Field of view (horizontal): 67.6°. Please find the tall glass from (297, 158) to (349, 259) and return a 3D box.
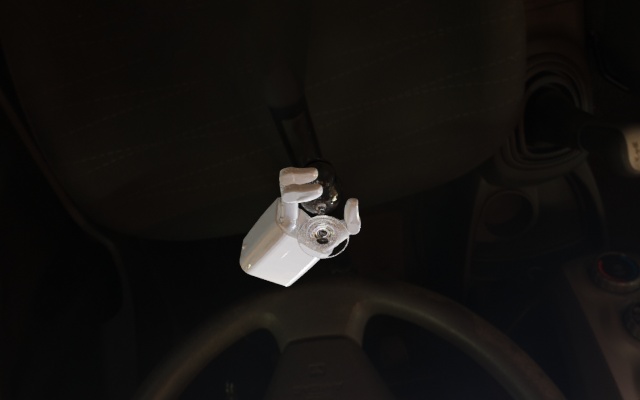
[{"bbox_3d":[0.000,0.003,0.765,0.079,0.079,0.201,0,31,-2],"label":"tall glass"}]
